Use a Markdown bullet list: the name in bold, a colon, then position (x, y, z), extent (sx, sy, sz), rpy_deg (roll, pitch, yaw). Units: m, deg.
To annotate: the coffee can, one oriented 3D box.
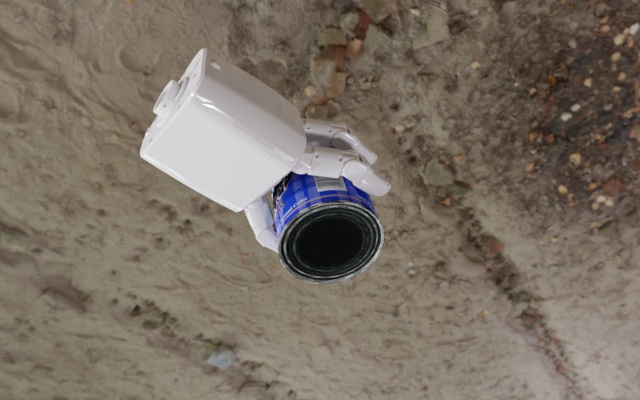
- **coffee can**: position (0.000, 0.002, 0.504), extent (0.103, 0.103, 0.140), rpy_deg (0, 36, -11)
